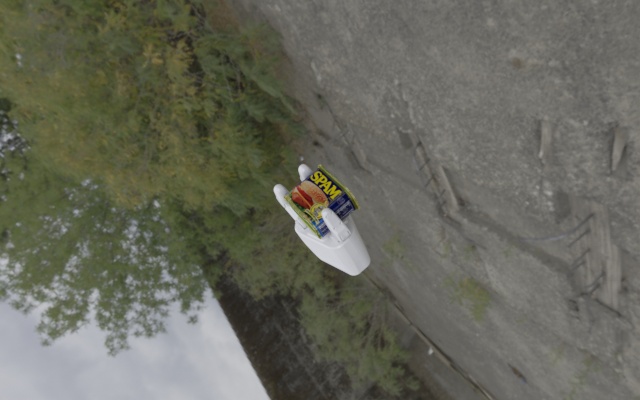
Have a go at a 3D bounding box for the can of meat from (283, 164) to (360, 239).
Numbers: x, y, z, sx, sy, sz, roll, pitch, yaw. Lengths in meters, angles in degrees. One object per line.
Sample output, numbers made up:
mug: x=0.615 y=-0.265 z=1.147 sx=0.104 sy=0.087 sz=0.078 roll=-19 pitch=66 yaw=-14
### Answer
can of meat: x=0.000 y=0.003 z=0.784 sx=0.102 sy=0.084 sz=0.057 roll=44 pitch=-8 yaw=39
